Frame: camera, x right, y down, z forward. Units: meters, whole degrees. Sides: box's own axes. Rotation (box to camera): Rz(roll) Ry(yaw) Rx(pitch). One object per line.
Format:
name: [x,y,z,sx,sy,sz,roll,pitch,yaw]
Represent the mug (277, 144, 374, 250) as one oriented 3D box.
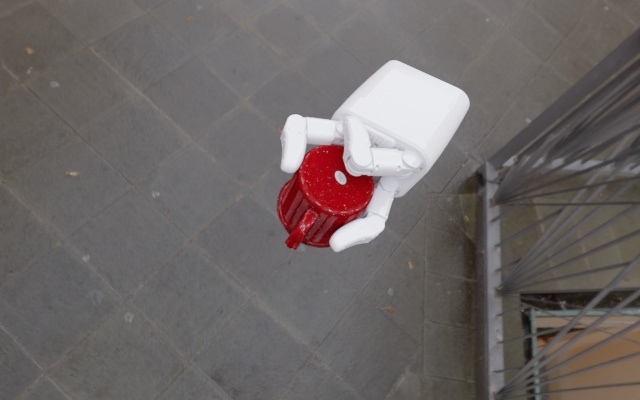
mug: [-0.001,0.002,0.500,0.093,0.117,0.081,37,-29,2]
